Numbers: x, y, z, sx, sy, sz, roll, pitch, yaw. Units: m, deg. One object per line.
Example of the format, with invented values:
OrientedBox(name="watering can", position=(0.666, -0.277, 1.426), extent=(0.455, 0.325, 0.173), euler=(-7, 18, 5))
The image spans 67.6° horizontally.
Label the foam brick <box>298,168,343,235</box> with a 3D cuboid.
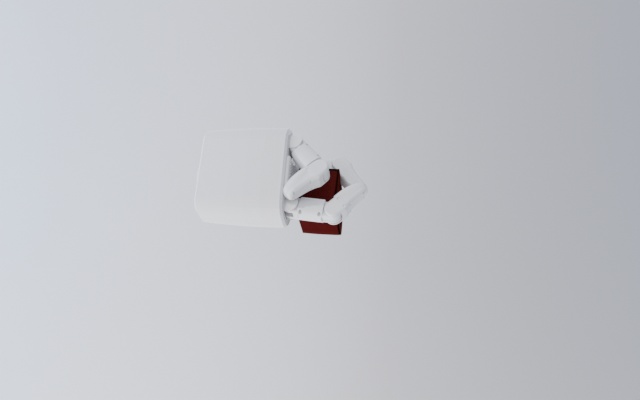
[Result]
OrientedBox(name="foam brick", position=(0.000, 0.002, 0.603), extent=(0.051, 0.053, 0.078), euler=(1, -34, 8))
